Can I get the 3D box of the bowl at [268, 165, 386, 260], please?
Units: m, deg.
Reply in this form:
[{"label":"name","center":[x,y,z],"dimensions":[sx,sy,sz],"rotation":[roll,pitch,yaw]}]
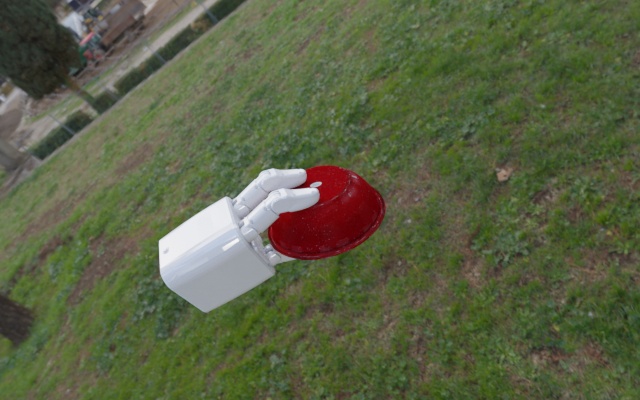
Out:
[{"label":"bowl","center":[0.001,0.001,0.619],"dimensions":[0.162,0.055,0.162],"rotation":[-12,34,9]}]
